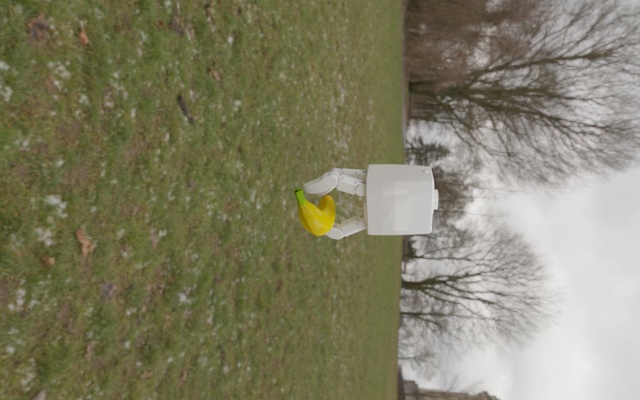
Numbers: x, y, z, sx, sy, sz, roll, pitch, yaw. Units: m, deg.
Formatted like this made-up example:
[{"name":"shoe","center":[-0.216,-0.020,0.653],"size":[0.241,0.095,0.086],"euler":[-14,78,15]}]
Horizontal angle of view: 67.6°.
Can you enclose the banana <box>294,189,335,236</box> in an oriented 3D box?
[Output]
[{"name":"banana","center":[0.000,0.021,0.758],"size":[0.037,0.069,0.198],"euler":[-2,-3,11]}]
